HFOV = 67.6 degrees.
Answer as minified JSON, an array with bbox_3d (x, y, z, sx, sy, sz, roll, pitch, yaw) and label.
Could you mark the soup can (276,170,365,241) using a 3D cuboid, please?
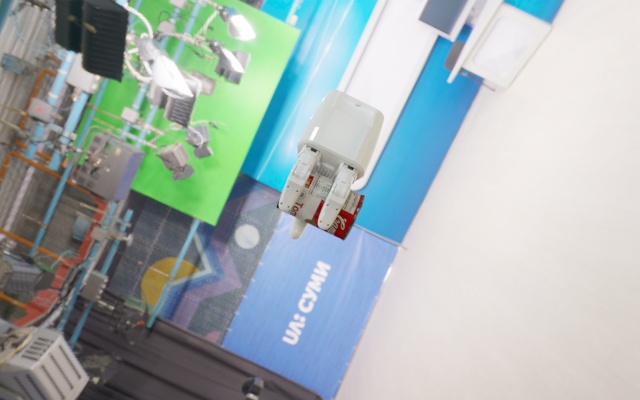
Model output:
[{"bbox_3d":[0.000,0.002,0.644,0.102,0.068,0.068,26,-1,-1],"label":"soup can"}]
